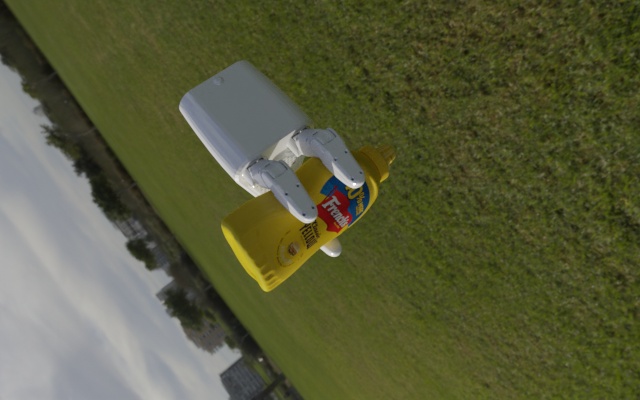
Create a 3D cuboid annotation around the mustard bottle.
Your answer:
[{"bbox_3d":[0.000,0.002,0.476,0.191,0.096,0.058,-37,48,-17],"label":"mustard bottle"}]
